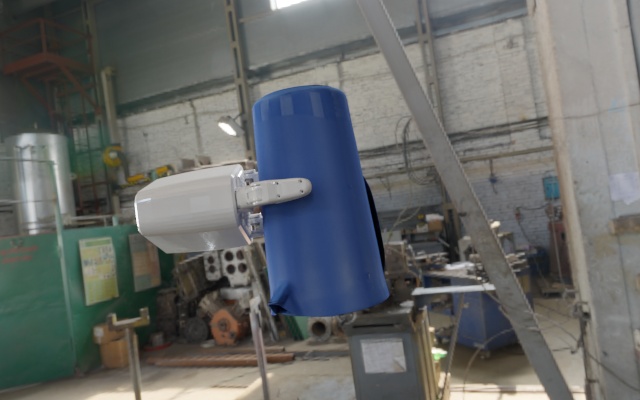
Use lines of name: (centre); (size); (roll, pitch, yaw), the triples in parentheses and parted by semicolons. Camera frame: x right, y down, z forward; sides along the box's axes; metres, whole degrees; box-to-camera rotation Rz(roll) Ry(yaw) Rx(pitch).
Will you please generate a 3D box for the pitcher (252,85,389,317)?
pitcher: (0.000, 0.002, 0.544); (0.145, 0.243, 0.149); (-8, -1, -1)
